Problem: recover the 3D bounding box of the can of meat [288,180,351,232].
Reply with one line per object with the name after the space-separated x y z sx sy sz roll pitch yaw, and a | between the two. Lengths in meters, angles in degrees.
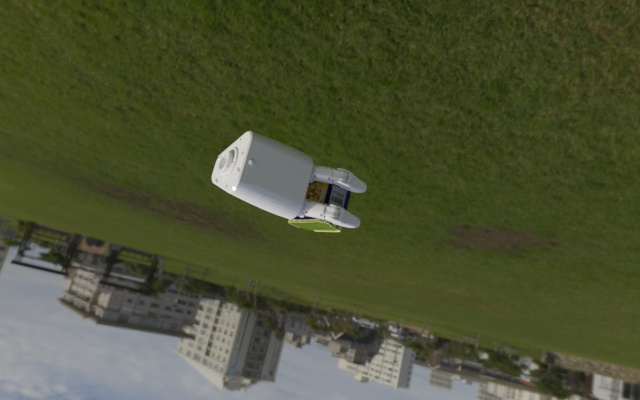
0.000 0.003 0.750 0.057 0.084 0.102 24 -17 -35 | can of meat
